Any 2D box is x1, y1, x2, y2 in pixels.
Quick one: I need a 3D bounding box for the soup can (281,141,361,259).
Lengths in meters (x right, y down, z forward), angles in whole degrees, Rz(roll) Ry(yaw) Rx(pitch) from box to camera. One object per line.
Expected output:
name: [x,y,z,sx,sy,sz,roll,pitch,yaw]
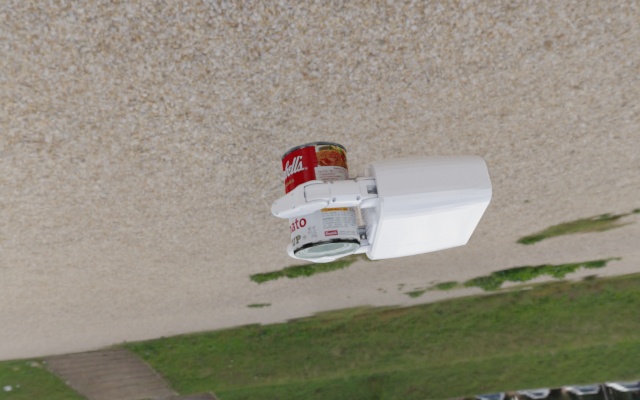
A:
soup can: [0.000,0.002,0.477,0.068,0.102,0.068,-7,-18,-2]
